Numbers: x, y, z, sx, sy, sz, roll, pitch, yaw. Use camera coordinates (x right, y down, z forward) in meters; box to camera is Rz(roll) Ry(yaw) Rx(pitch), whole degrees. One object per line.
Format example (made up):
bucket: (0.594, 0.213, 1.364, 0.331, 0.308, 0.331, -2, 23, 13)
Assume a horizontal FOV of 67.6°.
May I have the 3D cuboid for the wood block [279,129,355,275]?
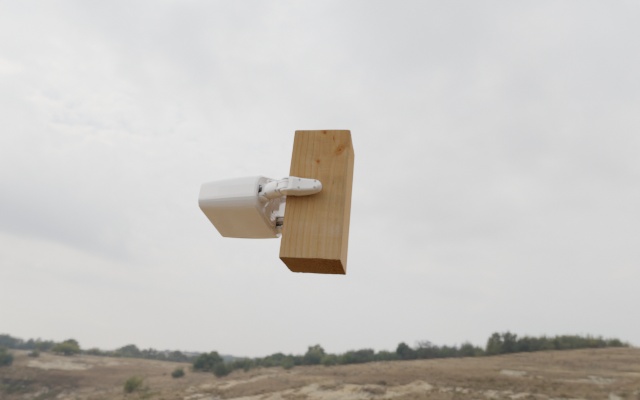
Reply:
wood block: (0.000, 0.002, 0.737, 0.090, 0.206, 0.091, 1, -22, 10)
